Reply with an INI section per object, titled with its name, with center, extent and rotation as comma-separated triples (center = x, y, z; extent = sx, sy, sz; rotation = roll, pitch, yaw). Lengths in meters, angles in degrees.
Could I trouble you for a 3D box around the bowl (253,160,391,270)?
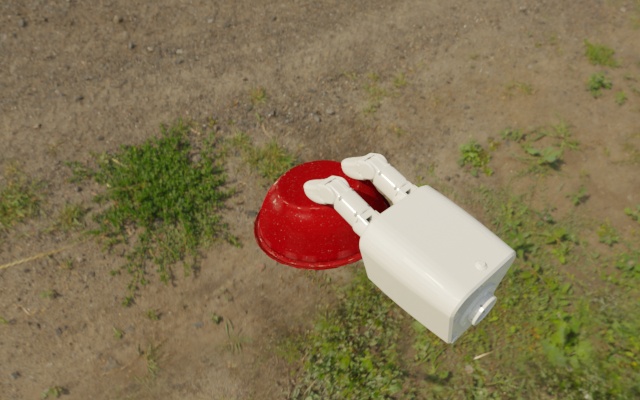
[bowl]
center = -0.001, 0.001, 0.538
extent = 0.162, 0.055, 0.162
rotation = -5, 37, 4
